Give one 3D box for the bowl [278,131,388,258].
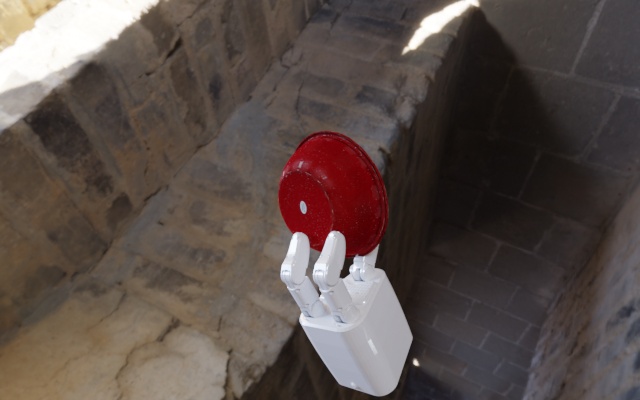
[{"bbox_3d":[-0.001,0.001,0.566,0.055,0.162,0.162,-22,15,-41],"label":"bowl"}]
